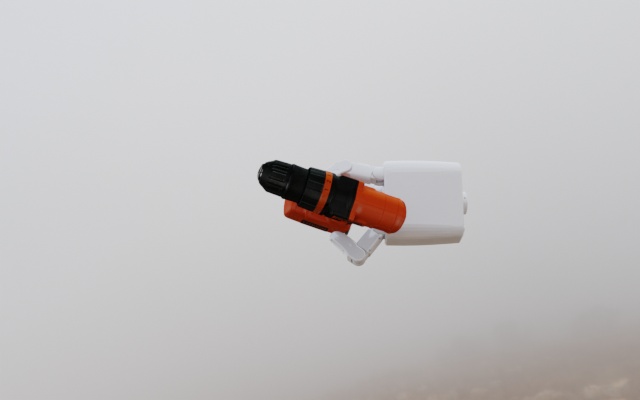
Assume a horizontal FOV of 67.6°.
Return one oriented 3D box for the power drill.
[{"bbox_3d":[0.000,0.002,0.633,0.184,0.057,0.187,20,-8,-10],"label":"power drill"}]
